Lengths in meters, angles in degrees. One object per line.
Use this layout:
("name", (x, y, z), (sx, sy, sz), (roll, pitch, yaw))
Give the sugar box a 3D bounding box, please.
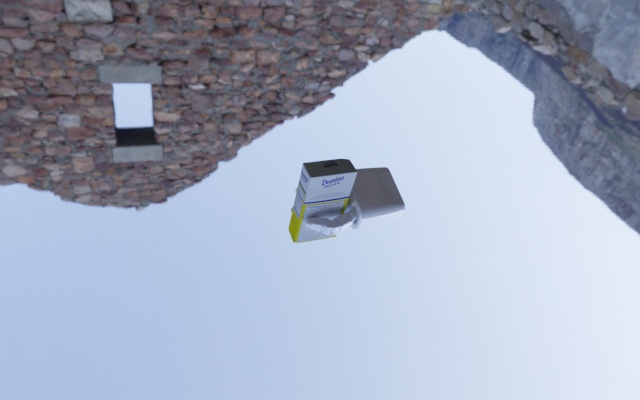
("sugar box", (0.000, 0.003, 0.883), (0.093, 0.176, 0.048), (-8, 46, -24))
